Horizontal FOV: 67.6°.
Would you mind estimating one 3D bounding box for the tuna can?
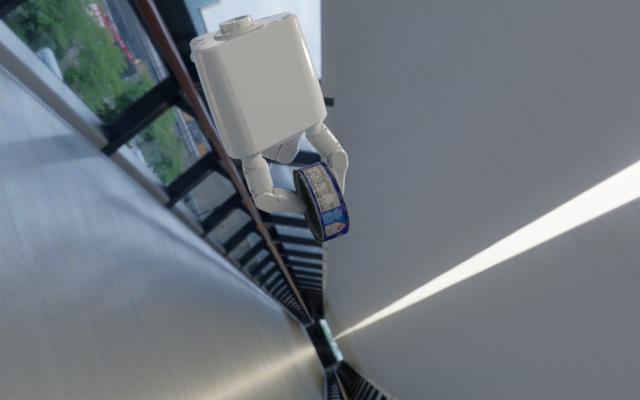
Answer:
[{"bbox_3d":[0.001,0.002,0.520,0.034,0.086,0.086,-20,4,-11],"label":"tuna can"}]
